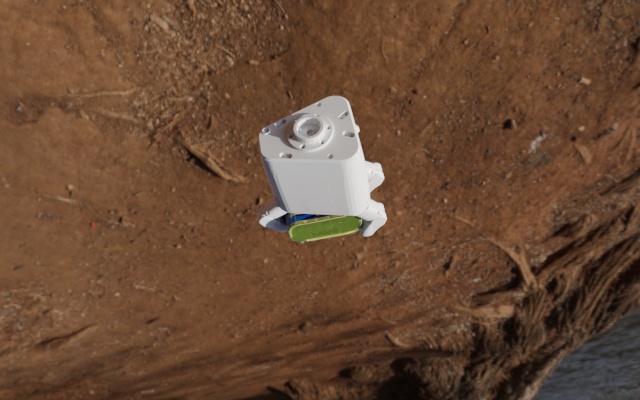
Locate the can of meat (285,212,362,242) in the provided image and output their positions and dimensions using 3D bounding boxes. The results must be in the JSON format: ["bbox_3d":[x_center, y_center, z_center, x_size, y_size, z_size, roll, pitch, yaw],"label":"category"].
[{"bbox_3d":[0.000,0.002,0.628,0.102,0.084,0.057,-11,-32,1],"label":"can of meat"}]
